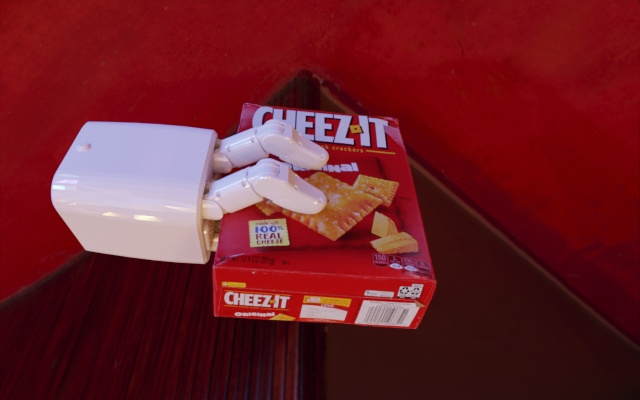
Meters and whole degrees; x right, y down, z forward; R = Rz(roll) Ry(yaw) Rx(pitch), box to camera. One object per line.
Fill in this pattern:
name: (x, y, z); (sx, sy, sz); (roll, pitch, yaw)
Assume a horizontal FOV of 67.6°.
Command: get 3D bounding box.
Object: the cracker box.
cracker box: (0.000, 0.002, 0.428); (0.164, 0.072, 0.213); (5, 44, -6)
